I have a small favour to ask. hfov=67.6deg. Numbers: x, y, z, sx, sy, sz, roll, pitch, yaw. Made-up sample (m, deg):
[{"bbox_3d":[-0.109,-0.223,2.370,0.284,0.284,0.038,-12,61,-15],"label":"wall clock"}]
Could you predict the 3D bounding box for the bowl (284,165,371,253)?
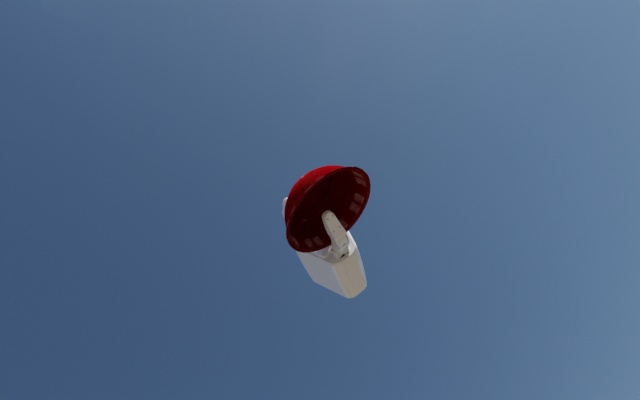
[{"bbox_3d":[0.000,0.001,0.744,0.162,0.162,0.055,0,35,-47],"label":"bowl"}]
